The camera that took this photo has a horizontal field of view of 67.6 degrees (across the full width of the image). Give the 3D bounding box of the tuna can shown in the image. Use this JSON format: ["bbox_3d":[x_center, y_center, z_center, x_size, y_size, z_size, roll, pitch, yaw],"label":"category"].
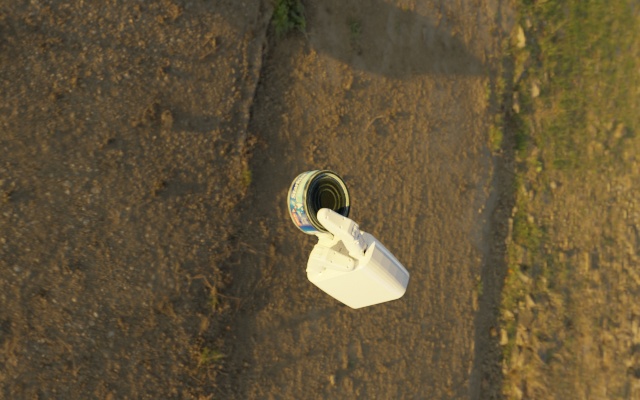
[{"bbox_3d":[0.000,0.002,0.633,0.086,0.086,0.034,0,-4,-42],"label":"tuna can"}]
